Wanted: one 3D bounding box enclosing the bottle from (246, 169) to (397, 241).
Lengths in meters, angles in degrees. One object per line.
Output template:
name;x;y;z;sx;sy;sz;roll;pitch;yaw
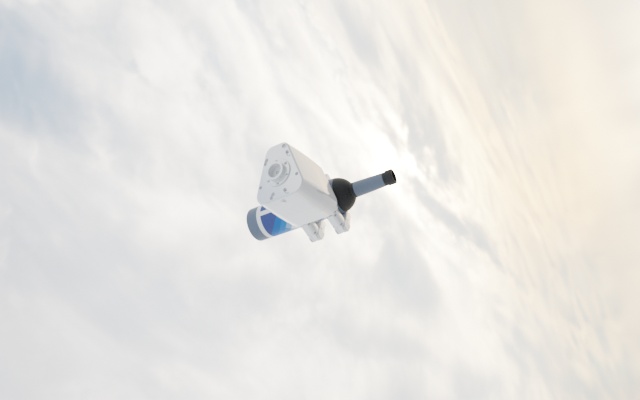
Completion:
bottle;0.000;0.003;0.881;0.296;0.069;0.069;-20;-9;25
